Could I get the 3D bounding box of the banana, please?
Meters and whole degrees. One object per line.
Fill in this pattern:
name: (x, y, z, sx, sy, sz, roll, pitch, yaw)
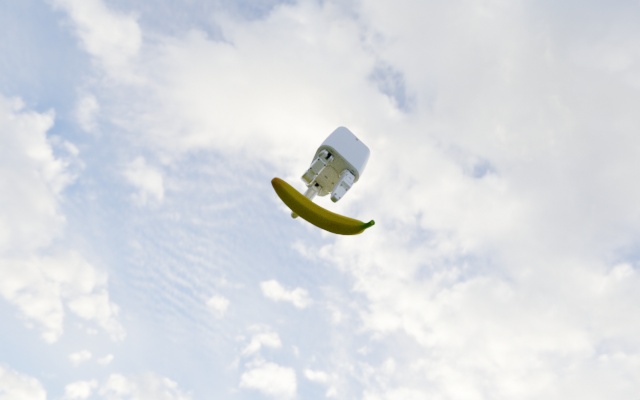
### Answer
banana: (-0.001, 0.018, 0.847, 0.198, 0.070, 0.037, 22, 39, 9)
